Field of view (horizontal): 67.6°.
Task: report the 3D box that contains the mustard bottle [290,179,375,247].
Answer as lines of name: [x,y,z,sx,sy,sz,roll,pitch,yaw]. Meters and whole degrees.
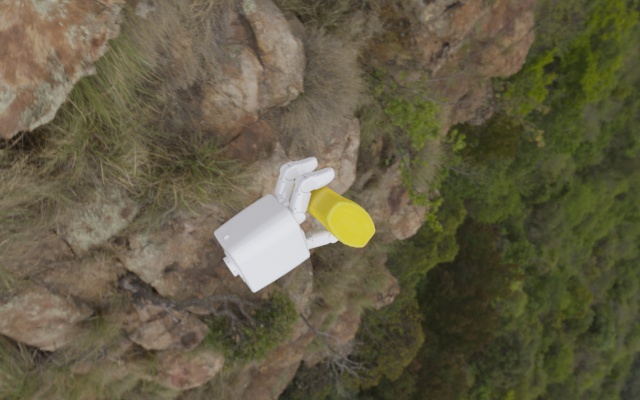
mustard bottle: [0.000,0.002,0.753,0.096,0.058,0.191,36,0,-37]
